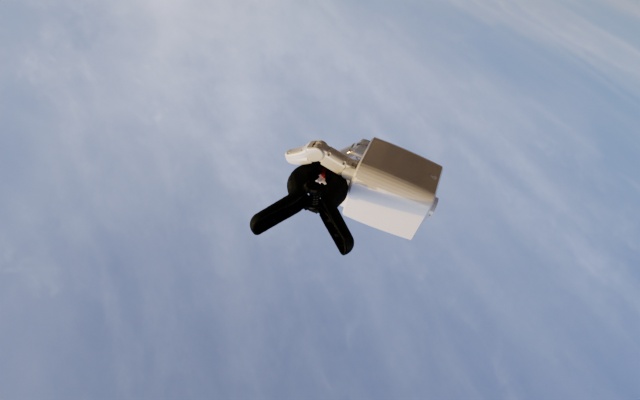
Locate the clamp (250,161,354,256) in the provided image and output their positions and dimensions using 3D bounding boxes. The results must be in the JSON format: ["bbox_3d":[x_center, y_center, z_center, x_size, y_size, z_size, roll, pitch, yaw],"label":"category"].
[{"bbox_3d":[0.000,0.002,0.594,0.120,0.039,0.171,23,42,7],"label":"clamp"}]
